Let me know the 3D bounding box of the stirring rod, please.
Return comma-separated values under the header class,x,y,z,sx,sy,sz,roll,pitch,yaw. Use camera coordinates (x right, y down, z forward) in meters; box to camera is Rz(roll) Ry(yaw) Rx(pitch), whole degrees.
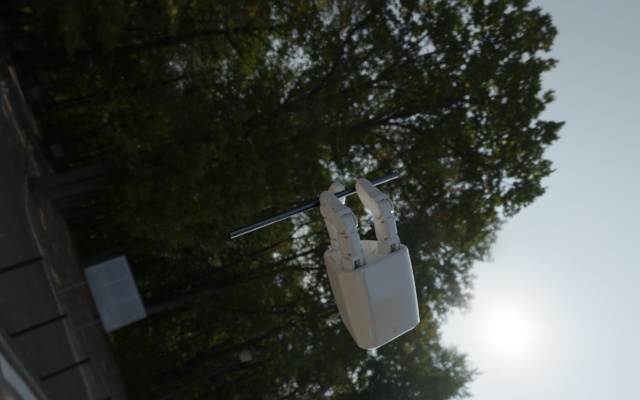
class,x,y,z,sx,sy,sz,roll,pitch,yaw
stirring rod,0.000,0.002,0.586,0.239,0.011,0.011,-20,9,-26
